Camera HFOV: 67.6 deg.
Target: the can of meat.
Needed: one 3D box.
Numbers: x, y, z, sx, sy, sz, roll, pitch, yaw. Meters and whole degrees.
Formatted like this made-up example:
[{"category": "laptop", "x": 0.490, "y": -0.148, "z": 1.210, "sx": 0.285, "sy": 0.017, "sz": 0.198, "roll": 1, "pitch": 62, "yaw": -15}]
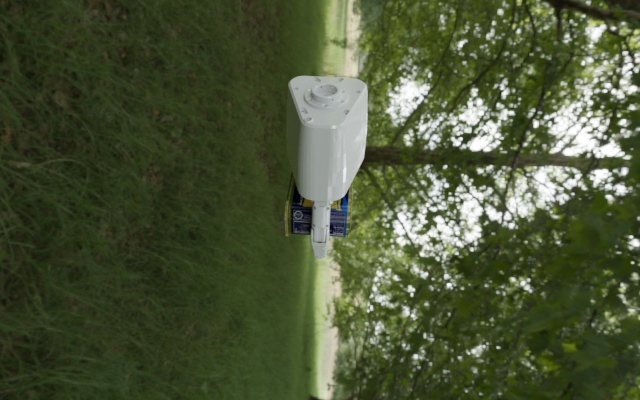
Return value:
[{"category": "can of meat", "x": 0.000, "y": 0.002, "z": 0.640, "sx": 0.084, "sy": 0.057, "sz": 0.102, "roll": 3, "pitch": 41, "yaw": 3}]
